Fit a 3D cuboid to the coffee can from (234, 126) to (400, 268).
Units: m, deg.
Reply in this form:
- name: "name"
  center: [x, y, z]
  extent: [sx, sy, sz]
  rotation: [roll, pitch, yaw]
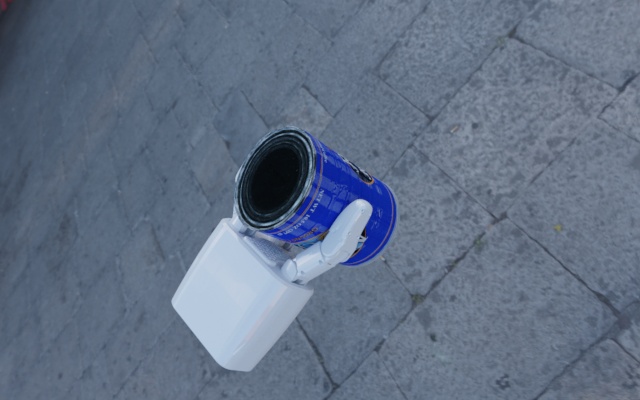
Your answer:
- name: "coffee can"
  center: [0.000, 0.002, 0.481]
  extent: [0.103, 0.102, 0.140]
  rotation: [0, -19, 42]
